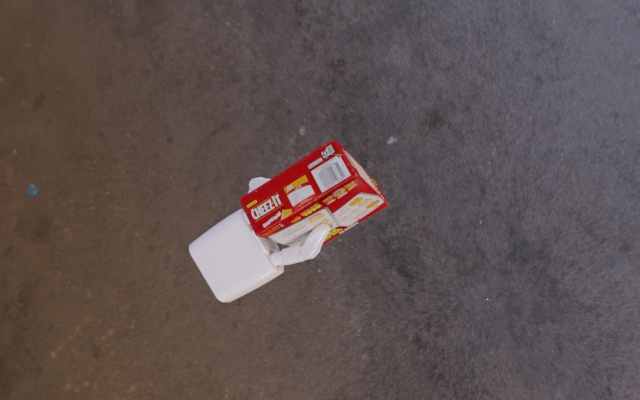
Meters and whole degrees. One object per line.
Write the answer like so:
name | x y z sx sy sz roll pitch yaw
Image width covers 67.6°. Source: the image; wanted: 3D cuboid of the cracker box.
cracker box | 0.000 0.003 0.738 0.164 0.072 0.214 -32 -19 11
